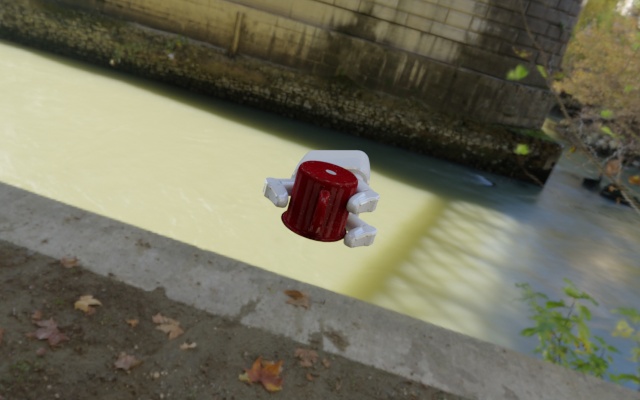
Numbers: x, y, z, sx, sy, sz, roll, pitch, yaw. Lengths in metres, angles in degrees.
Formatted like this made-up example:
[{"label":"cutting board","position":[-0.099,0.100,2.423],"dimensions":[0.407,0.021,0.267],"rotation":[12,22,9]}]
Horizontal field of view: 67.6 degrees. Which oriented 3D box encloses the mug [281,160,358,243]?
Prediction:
[{"label":"mug","position":[0.000,0.002,0.624],"dimensions":[0.093,0.081,0.117],"rotation":[16,22,0]}]
